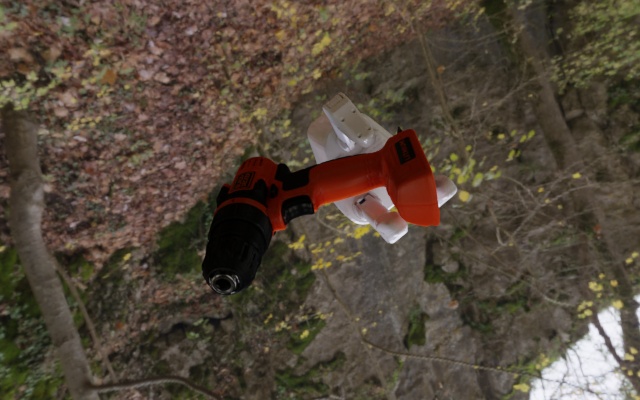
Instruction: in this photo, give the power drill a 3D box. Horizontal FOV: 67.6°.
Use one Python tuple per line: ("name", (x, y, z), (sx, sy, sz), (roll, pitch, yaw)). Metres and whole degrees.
("power drill", (0.001, 0.001, 0.406), (0.187, 0.057, 0.184), (-10, 30, 8))
